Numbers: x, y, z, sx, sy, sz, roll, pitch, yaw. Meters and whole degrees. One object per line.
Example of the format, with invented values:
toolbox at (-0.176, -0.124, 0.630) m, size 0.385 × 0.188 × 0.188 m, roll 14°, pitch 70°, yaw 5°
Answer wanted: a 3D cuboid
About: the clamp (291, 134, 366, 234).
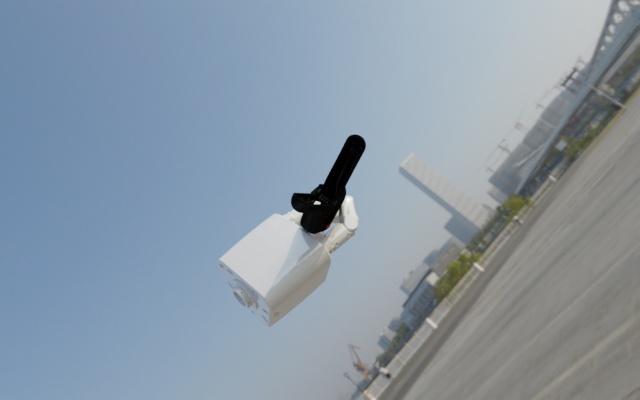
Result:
clamp at (0.000, 0.002, 0.600) m, size 0.120 × 0.039 × 0.172 m, roll -38°, pitch -21°, yaw -28°
